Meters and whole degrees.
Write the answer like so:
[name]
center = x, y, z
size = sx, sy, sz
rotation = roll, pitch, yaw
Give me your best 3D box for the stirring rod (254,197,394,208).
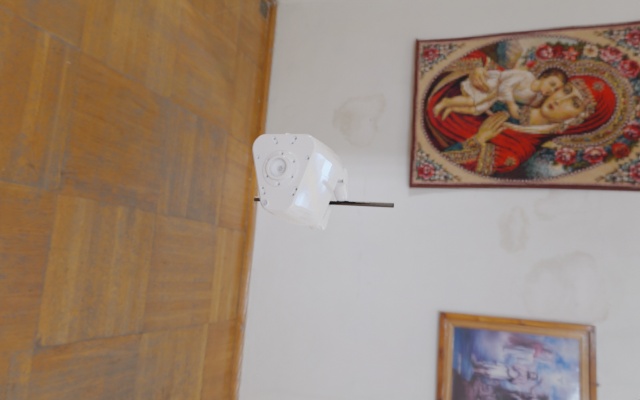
[stirring rod]
center = 0.000, 0.003, 0.780
size = 0.239, 0.011, 0.011
rotation = 3, 1, 20
